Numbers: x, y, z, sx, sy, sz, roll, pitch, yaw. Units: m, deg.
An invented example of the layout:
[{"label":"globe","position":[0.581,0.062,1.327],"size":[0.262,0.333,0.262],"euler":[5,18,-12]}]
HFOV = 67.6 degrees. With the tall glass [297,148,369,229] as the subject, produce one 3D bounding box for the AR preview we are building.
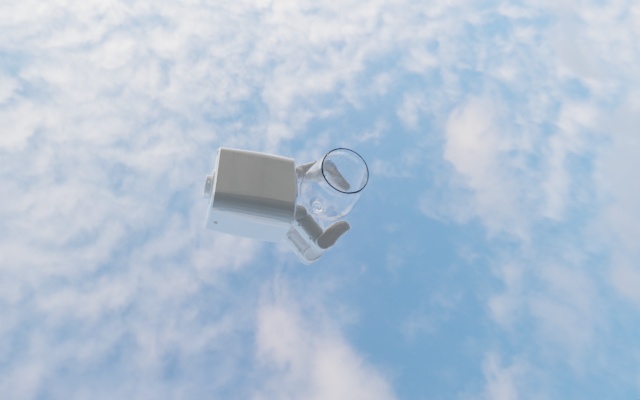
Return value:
[{"label":"tall glass","position":[0.000,0.002,0.660],"size":[0.079,0.079,0.201],"euler":[0,-23,-20]}]
